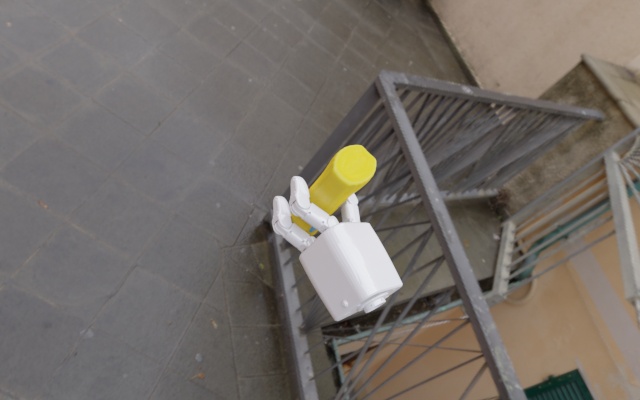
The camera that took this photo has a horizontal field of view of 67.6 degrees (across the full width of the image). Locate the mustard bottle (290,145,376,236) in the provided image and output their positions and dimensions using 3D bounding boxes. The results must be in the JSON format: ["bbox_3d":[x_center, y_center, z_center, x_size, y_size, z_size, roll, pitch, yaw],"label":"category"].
[{"bbox_3d":[0.000,0.002,0.709,0.192,0.058,0.096,-47,-1,40],"label":"mustard bottle"}]
